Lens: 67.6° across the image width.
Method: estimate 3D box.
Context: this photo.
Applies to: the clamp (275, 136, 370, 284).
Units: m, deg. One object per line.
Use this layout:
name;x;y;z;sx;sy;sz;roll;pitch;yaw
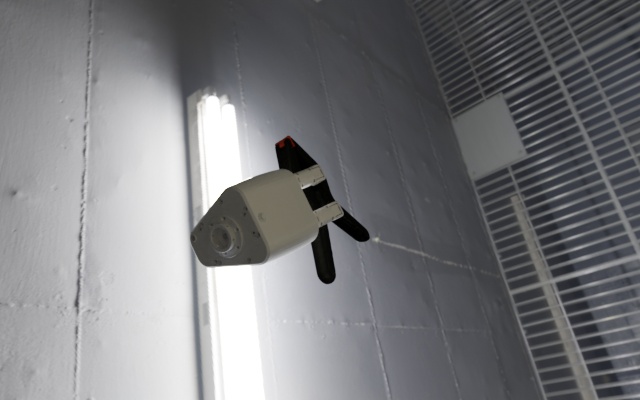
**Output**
clamp;-0.001;0.002;0.702;0.036;0.210;0.164;-27;-2;28
